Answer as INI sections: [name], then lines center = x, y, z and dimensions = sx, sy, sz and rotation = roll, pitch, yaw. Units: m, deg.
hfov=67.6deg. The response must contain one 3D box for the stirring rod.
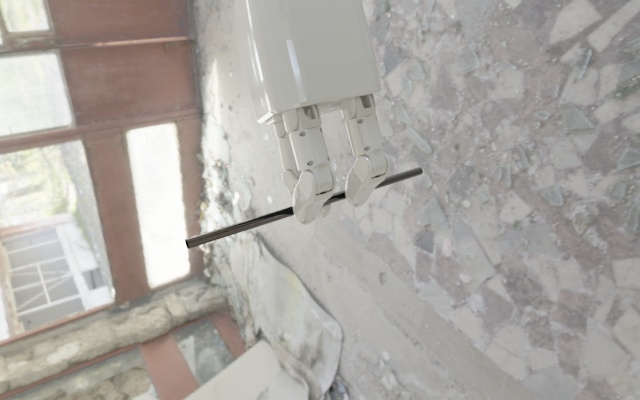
[stirring rod]
center = 0.000, 0.001, 0.414
dimensions = 0.239, 0.011, 0.011
rotation = -17, 9, -31
